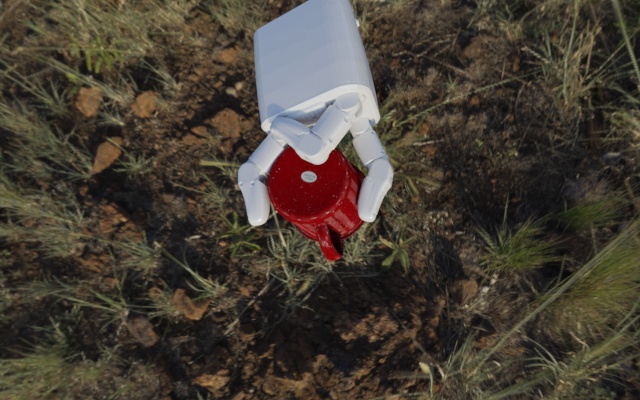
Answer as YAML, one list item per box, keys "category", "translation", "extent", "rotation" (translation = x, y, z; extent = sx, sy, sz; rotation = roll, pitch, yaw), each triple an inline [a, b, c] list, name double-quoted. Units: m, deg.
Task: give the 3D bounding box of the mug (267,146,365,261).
- category: "mug"
  translation: [0.000, 0.003, 0.468]
  extent: [0.093, 0.117, 0.081]
  rotation: [-13, -17, 13]
